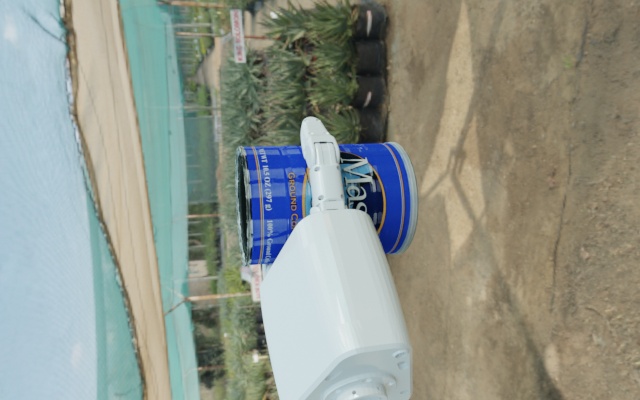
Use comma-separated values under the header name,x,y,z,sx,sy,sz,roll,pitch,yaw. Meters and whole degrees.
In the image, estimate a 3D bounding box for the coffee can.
name,x,y,z,sx,sy,sz,roll,pitch,yaw
coffee can,0.000,0.001,0.421,0.140,0.103,0.103,-3,1,-14
